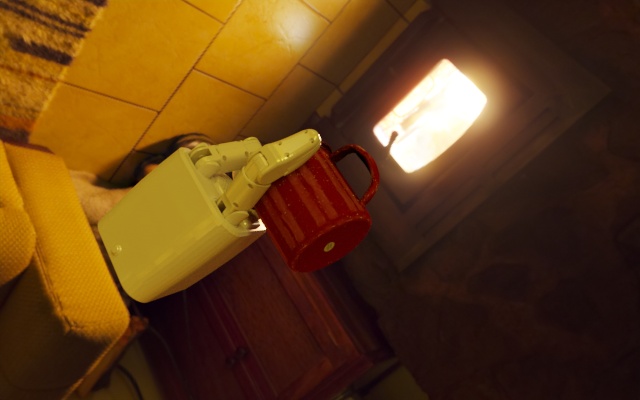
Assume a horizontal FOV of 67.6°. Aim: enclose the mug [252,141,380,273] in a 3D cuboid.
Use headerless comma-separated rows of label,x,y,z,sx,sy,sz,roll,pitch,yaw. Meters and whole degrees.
mug,0.001,0.001,0.414,0.117,0.081,0.093,-38,-26,9
